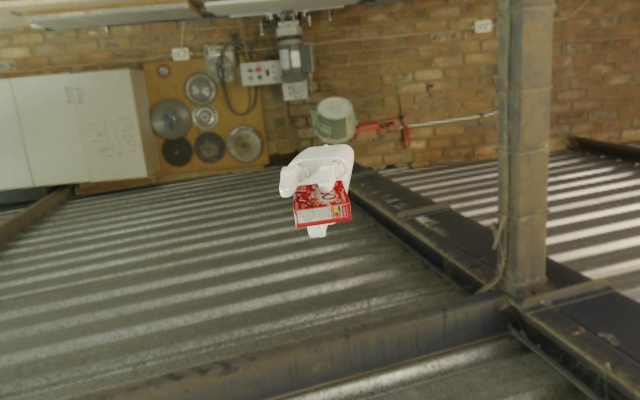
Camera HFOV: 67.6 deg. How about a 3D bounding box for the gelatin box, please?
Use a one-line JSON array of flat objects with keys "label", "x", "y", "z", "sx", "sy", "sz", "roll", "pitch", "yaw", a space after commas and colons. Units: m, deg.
[{"label": "gelatin box", "x": 0.000, "y": 0.003, "z": 0.651, "sx": 0.073, "sy": 0.030, "sz": 0.089, "roll": -8, "pitch": 22, "yaw": -1}]
